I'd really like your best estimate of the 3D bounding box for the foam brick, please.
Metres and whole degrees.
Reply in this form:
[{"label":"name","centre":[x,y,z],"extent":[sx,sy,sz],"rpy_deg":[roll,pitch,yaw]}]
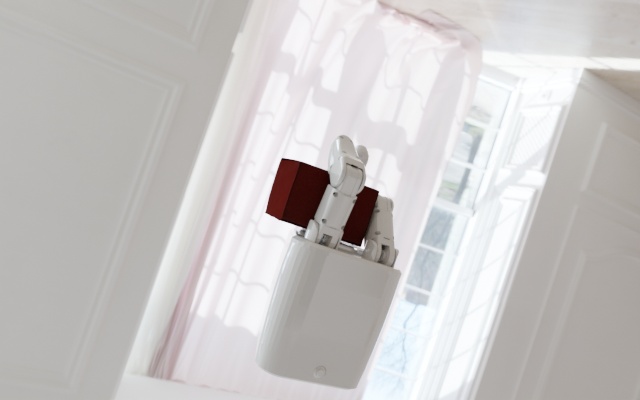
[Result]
[{"label":"foam brick","centre":[0.000,0.001,0.407],"extent":[0.078,0.051,0.053],"rpy_deg":[20,0,-22]}]
